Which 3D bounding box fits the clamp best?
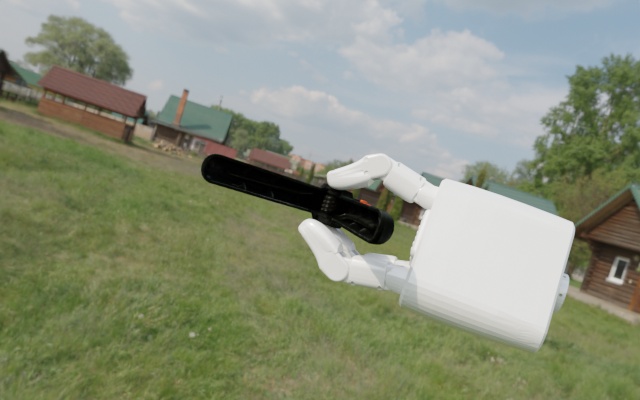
[{"bbox_3d":[0.001,0.001,0.441,0.164,0.036,0.210,20,2,16],"label":"clamp"}]
